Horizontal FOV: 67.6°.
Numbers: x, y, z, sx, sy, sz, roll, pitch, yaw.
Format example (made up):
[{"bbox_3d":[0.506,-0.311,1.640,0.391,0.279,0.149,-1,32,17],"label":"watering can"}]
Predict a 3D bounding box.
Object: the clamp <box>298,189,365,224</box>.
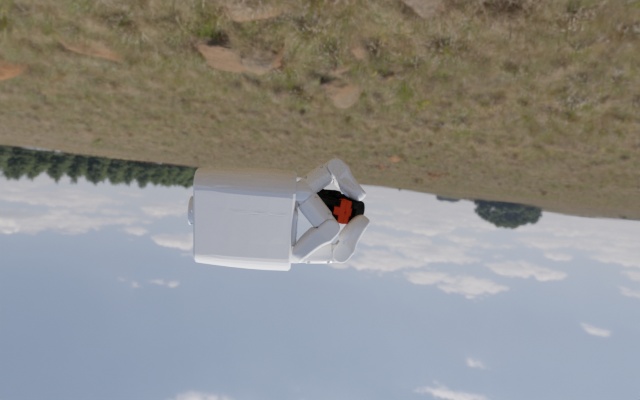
[{"bbox_3d":[0.000,0.003,0.616,0.120,0.039,0.171,3,3,-4],"label":"clamp"}]
